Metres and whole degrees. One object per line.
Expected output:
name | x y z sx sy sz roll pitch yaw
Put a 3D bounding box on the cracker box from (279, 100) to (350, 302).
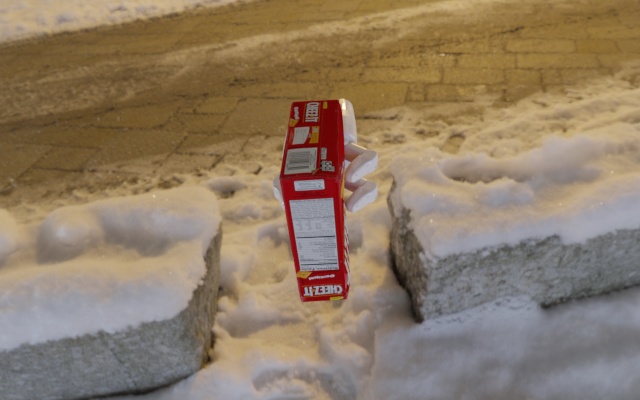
cracker box | 0.000 0.002 0.625 0.072 0.214 0.164 -3 41 5
